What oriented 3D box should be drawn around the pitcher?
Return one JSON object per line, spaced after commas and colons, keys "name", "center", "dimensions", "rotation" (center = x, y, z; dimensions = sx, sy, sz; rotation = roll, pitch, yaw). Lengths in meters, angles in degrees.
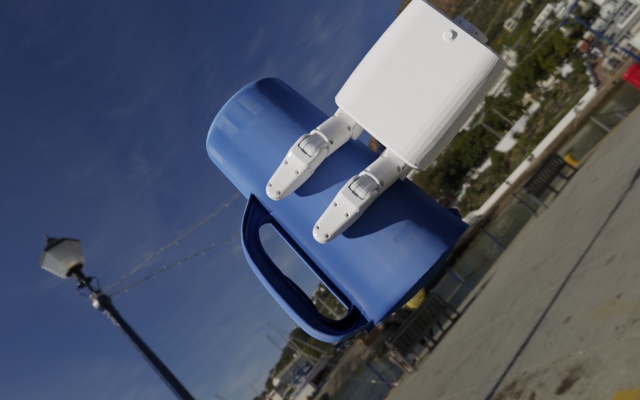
{"name": "pitcher", "center": [0.000, 0.001, 0.451], "dimensions": [0.243, 0.145, 0.149], "rotation": [43, 19, 14]}
